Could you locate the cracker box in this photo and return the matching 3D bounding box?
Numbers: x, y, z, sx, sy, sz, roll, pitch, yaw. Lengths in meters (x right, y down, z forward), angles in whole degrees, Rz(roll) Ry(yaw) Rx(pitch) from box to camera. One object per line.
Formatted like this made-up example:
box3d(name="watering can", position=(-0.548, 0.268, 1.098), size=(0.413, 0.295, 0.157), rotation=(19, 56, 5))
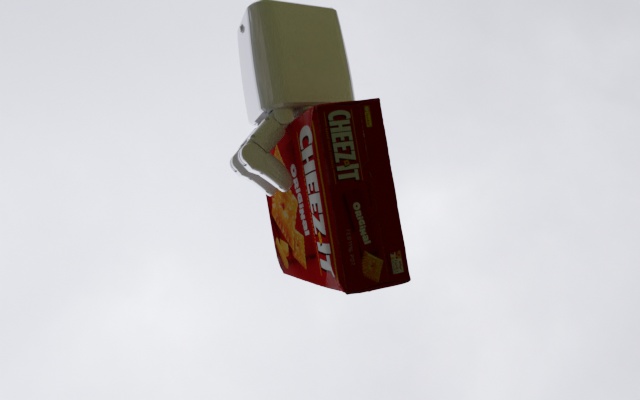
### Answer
box3d(name="cracker box", position=(0.000, 0.002, 0.500), size=(0.072, 0.164, 0.214), rotation=(-10, 0, -19))
